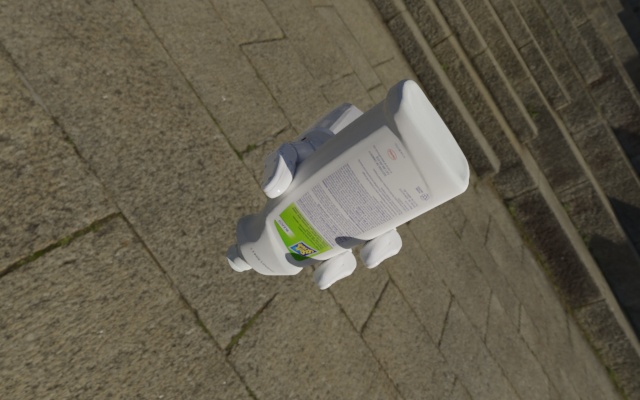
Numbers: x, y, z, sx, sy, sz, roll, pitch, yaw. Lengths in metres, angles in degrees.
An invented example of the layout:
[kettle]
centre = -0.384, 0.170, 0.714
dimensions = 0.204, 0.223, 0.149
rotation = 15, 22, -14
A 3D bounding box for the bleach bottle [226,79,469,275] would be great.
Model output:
[bleach bottle]
centre = 0.000, 0.002, 0.437
dimensions = 0.251, 0.102, 0.068
rotation = -30, 15, 31
